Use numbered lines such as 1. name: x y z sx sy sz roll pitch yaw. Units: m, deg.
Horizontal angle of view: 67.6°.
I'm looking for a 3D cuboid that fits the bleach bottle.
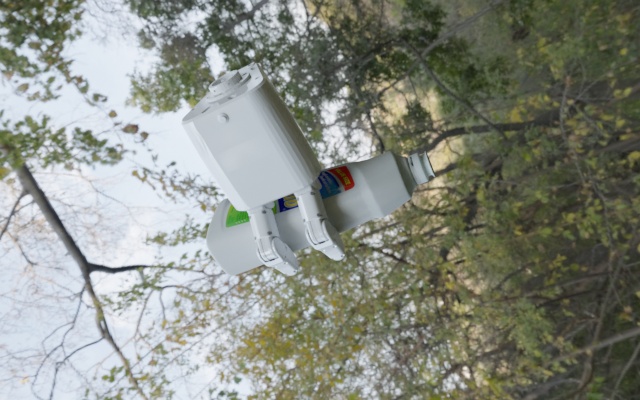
1. bleach bottle: 0.000 0.002 0.526 0.251 0.068 0.102 -21 28 17
